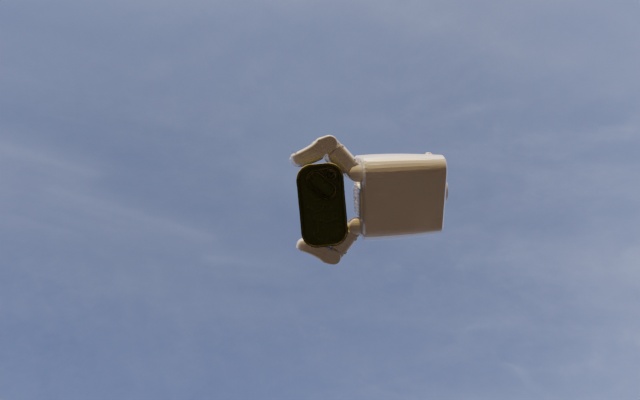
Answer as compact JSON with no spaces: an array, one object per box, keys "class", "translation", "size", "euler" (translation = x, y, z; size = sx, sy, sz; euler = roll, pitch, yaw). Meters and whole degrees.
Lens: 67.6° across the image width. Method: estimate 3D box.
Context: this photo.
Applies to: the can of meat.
[{"class":"can of meat","translation":[0.000,0.002,0.615],"size":[0.057,0.102,0.084],"euler":[-6,6,-2]}]
